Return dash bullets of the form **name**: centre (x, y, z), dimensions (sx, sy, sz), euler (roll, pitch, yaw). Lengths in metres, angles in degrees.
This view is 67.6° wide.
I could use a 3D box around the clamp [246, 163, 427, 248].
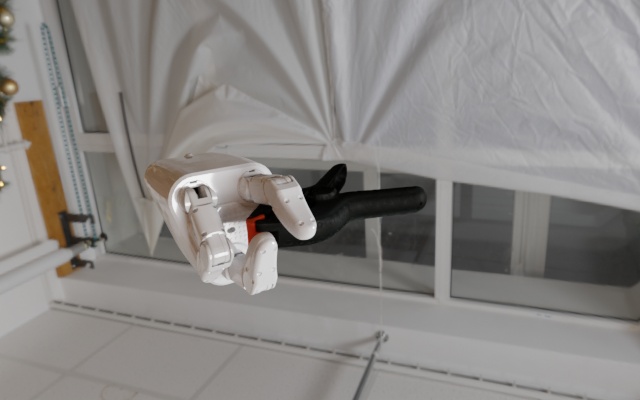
- **clamp**: centre (0.000, 0.002, 0.449), dimensions (0.171, 0.039, 0.120), euler (-14, 20, -30)
